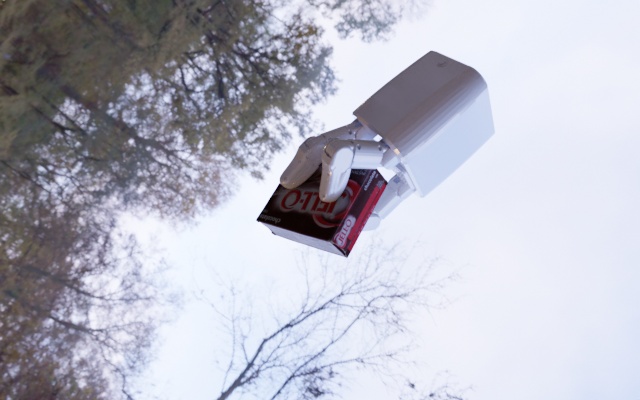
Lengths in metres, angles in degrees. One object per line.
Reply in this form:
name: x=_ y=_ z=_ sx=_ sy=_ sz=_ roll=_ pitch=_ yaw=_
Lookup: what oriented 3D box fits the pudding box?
pudding box: x=0.000 y=0.002 z=0.485 sx=0.113 sy=0.090 sz=0.039 roll=10 pitch=-28 yaw=46
